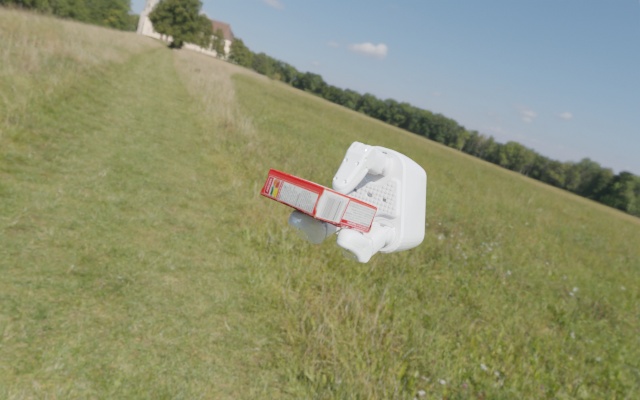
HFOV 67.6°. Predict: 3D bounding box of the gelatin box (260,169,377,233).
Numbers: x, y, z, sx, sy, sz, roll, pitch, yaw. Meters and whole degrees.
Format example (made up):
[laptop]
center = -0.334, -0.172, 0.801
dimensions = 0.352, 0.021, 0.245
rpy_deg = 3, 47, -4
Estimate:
[gelatin box]
center = 0.000, 0.001, 0.454
dimensions = 0.073, 0.030, 0.089
rpy_deg = 22, 2, 40
